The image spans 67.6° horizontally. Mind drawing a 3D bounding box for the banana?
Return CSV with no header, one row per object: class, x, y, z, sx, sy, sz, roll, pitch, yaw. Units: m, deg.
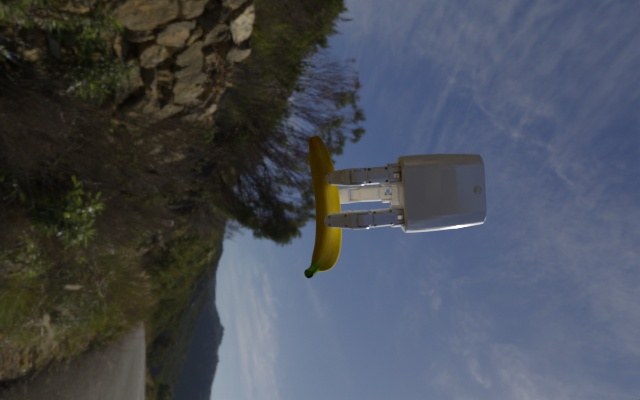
banana,0.006,0.011,0.648,0.037,0.197,0.070,-6,-21,16
